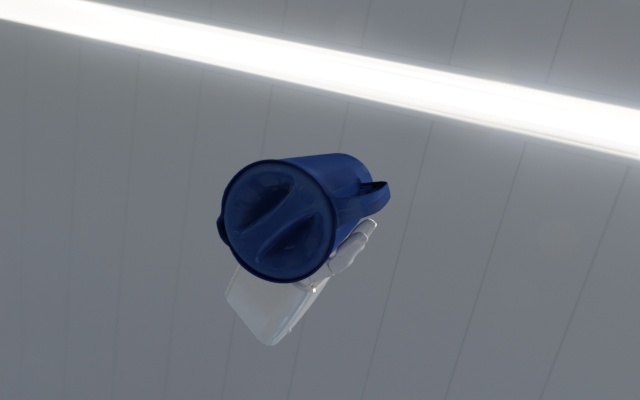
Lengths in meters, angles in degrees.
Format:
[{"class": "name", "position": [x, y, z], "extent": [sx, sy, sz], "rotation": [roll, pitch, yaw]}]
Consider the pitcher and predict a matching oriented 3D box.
[{"class": "pitcher", "position": [0.000, 0.002, 0.600], "extent": [0.149, 0.145, 0.243], "rotation": [34, 20, 11]}]
